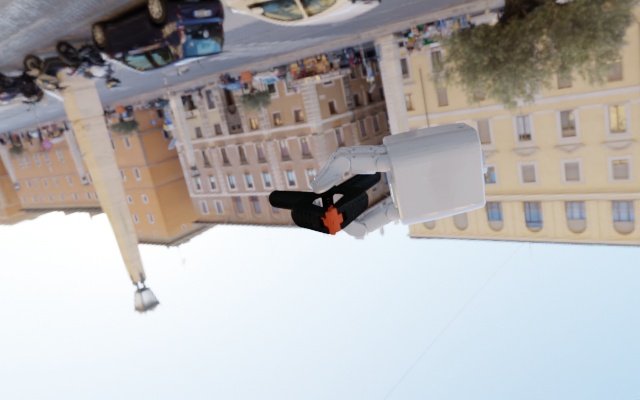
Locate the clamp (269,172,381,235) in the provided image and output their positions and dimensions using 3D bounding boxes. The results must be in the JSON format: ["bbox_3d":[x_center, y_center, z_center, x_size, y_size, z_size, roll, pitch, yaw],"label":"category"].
[{"bbox_3d":[0.000,0.003,0.607,0.164,0.036,0.210,-13,13,8],"label":"clamp"}]
